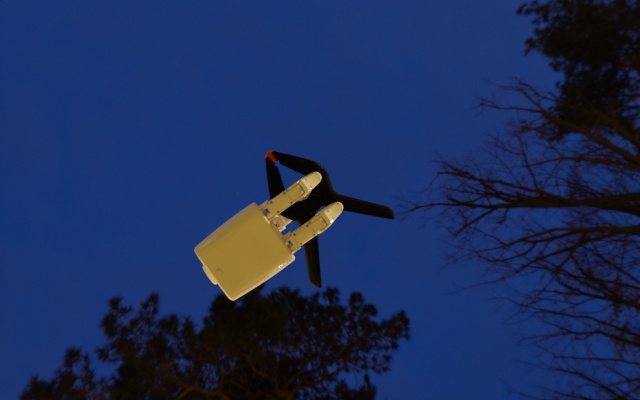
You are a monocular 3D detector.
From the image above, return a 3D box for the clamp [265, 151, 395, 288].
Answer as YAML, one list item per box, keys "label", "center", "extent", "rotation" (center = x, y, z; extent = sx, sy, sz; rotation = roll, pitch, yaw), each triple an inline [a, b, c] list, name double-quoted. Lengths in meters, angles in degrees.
- label: "clamp"
  center: [-0.001, 0.002, 0.713]
  extent: [0.164, 0.210, 0.036]
  rotation: [-36, 7, -6]
